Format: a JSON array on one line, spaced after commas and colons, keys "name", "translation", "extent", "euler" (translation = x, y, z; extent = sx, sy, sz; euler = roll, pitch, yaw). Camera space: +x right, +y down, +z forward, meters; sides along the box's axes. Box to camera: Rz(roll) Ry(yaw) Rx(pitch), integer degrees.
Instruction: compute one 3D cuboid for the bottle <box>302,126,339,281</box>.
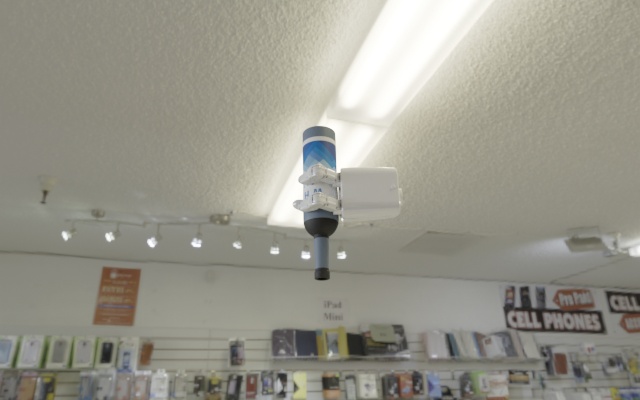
[{"name": "bottle", "translation": [0.000, 0.003, 0.898], "extent": [0.069, 0.295, 0.069], "euler": [-1, -23, 0]}]
